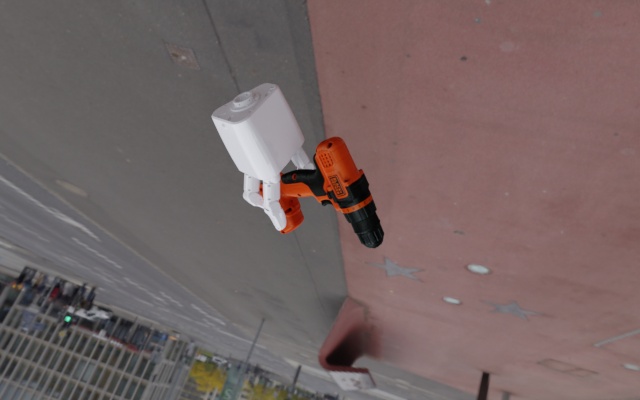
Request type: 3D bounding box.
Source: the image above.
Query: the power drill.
[{"bbox_3d":[0.000,0.002,0.769,0.188,0.184,0.057,-14,16,40],"label":"power drill"}]
